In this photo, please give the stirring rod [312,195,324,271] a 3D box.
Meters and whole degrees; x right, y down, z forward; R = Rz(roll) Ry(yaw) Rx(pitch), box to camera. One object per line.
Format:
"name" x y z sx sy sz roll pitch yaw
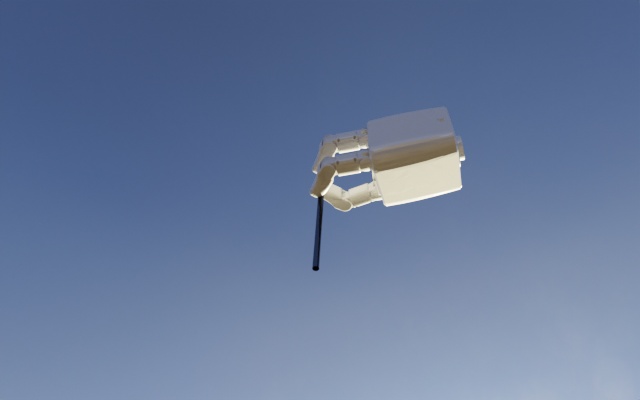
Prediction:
"stirring rod" 0.000 0.002 0.630 0.011 0.011 0.239 0 38 3
